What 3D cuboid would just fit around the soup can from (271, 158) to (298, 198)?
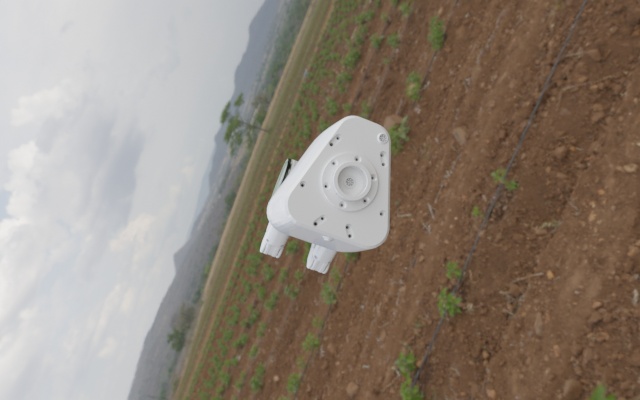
[{"bbox_3d":[0.000,0.002,0.530,0.102,0.068,0.068,20,-4,-10],"label":"soup can"}]
